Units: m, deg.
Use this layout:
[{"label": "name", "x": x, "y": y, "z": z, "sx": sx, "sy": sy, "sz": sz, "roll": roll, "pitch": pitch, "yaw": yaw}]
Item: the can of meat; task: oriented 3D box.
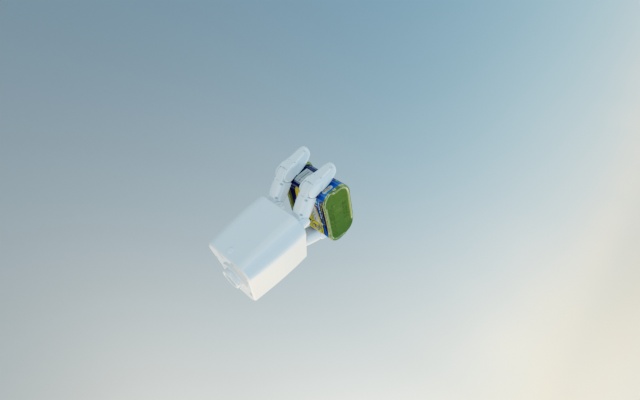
[{"label": "can of meat", "x": 0.000, "y": 0.003, "z": 0.724, "sx": 0.057, "sy": 0.102, "sz": 0.084, "roll": -39, "pitch": 50, "yaw": -25}]
